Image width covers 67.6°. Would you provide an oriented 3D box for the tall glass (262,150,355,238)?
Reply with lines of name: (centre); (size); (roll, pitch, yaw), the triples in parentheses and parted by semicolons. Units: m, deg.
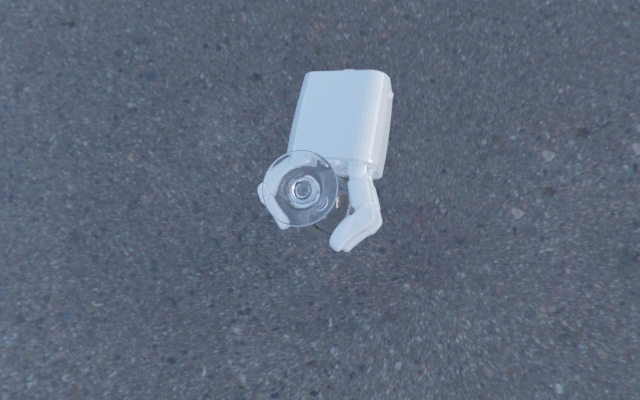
tall glass: (0.000, 0.002, 0.548); (0.079, 0.079, 0.201); (0, -8, 12)
